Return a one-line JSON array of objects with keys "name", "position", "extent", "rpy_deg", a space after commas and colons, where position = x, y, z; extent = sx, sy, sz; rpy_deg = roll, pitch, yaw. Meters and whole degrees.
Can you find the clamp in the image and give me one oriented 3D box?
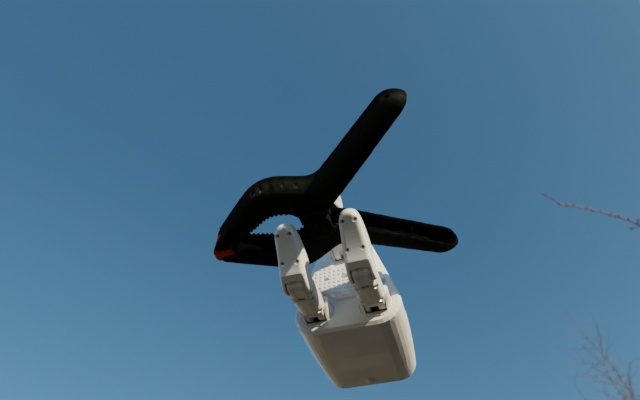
[{"name": "clamp", "position": [0.000, 0.001, 0.401], "extent": [0.210, 0.165, 0.036], "rpy_deg": [-13, 36, 11]}]
